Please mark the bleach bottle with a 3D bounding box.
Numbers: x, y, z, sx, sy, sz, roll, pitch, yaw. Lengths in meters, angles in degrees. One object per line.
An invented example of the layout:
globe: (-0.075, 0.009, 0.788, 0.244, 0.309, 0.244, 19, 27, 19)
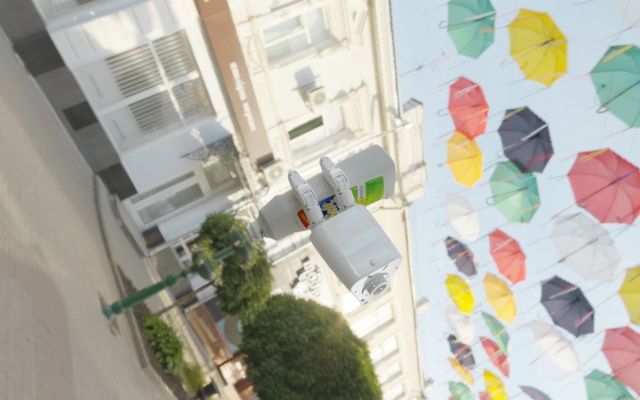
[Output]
bleach bottle: (0.000, 0.002, 0.761, 0.251, 0.068, 0.103, -27, -34, -16)
